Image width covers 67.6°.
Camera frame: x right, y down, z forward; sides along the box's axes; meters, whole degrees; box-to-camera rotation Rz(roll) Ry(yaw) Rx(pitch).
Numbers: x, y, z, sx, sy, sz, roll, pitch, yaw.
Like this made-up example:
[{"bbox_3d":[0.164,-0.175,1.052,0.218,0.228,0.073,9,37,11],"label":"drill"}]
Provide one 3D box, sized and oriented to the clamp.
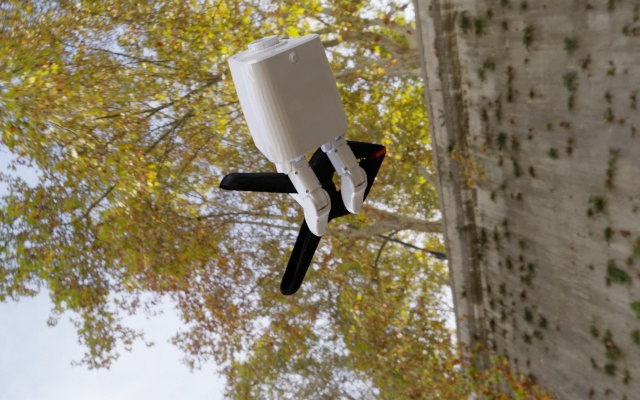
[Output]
[{"bbox_3d":[0.000,0.001,0.562,0.210,0.165,0.036,-32,29,-26],"label":"clamp"}]
